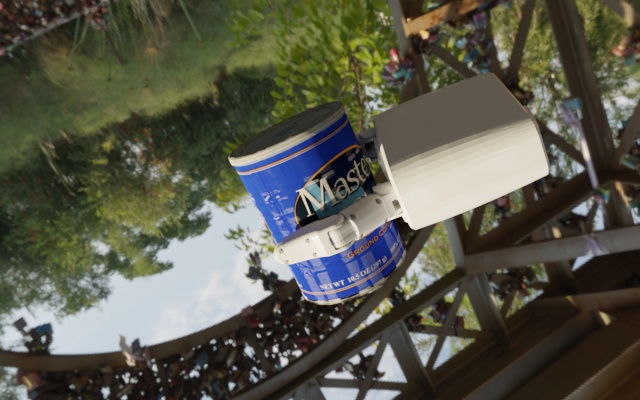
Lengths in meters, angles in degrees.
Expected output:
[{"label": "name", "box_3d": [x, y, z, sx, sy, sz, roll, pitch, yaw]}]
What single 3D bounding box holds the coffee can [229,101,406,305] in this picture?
[{"label": "coffee can", "box_3d": [0.000, 0.001, 0.408, 0.103, 0.140, 0.102, -23, 18, 8]}]
